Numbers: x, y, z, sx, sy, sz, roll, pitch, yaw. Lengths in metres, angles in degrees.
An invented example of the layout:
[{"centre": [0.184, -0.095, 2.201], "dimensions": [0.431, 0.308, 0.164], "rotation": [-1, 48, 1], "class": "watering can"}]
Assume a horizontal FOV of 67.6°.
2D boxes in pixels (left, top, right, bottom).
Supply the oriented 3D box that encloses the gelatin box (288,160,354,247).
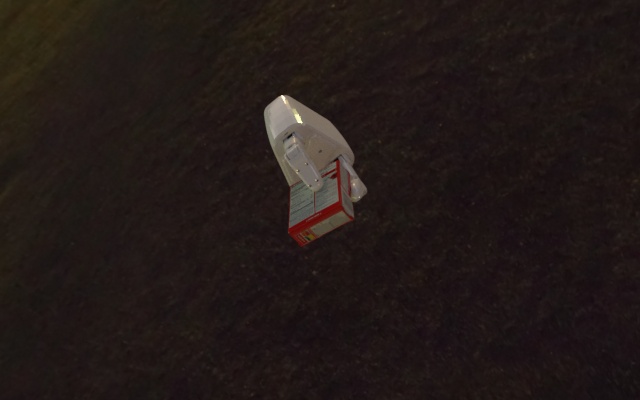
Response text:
[{"centre": [0.000, 0.002, 0.559], "dimensions": [0.073, 0.030, 0.089], "rotation": [-29, 34, 20], "class": "gelatin box"}]
